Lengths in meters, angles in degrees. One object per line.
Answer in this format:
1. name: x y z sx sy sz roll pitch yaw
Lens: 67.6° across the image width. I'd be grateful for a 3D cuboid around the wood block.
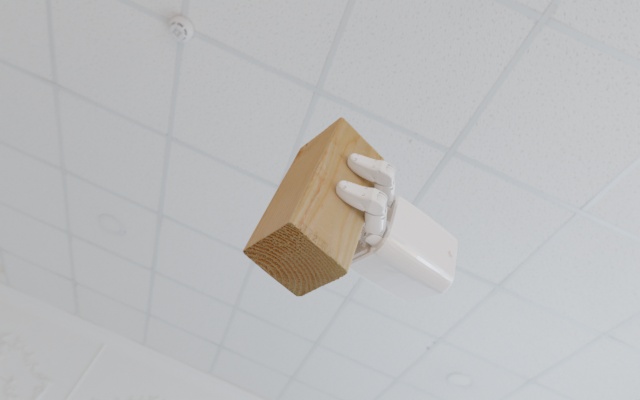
1. wood block: 0.000 0.002 0.591 0.091 0.090 0.206 -33 22 39
